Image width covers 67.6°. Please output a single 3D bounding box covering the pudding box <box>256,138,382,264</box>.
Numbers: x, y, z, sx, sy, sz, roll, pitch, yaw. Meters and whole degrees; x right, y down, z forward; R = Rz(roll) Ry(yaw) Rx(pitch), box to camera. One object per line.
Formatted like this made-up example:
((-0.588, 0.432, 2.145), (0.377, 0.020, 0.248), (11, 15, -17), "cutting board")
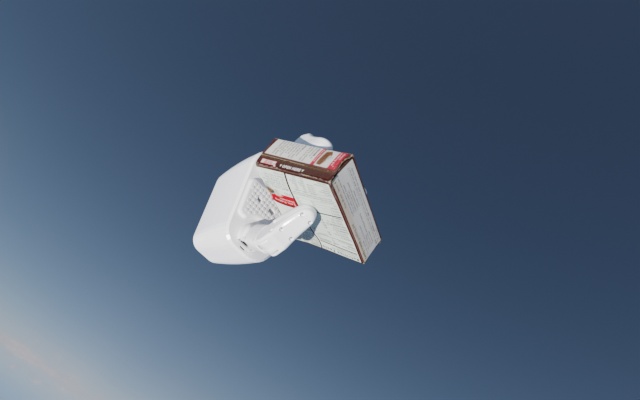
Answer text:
((0.000, 0.002, 0.441), (0.090, 0.039, 0.114), (16, -34, 35), "pudding box")
